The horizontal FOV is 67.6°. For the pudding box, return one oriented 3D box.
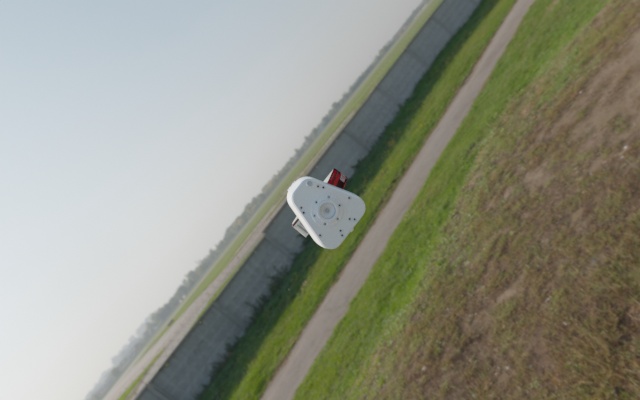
[{"bbox_3d":[0.000,0.003,0.894,0.039,0.113,0.090,39,26,-6],"label":"pudding box"}]
